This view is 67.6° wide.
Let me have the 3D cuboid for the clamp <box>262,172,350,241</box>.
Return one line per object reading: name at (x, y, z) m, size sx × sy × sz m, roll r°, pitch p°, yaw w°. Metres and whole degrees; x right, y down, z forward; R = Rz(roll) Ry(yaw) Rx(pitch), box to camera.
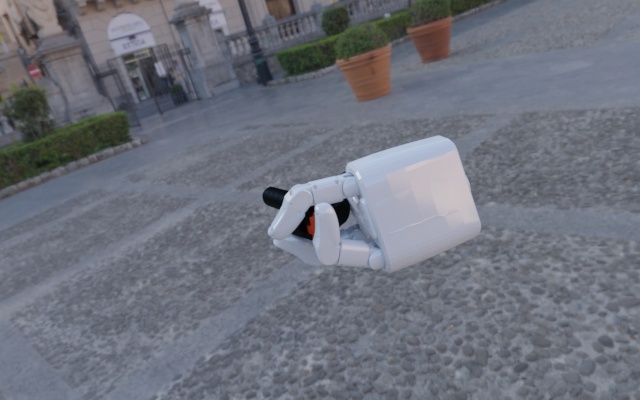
clamp at (0.000, 0.001, 0.552) m, size 0.120 × 0.039 × 0.171 m, roll -20°, pitch 21°, yaw -8°
